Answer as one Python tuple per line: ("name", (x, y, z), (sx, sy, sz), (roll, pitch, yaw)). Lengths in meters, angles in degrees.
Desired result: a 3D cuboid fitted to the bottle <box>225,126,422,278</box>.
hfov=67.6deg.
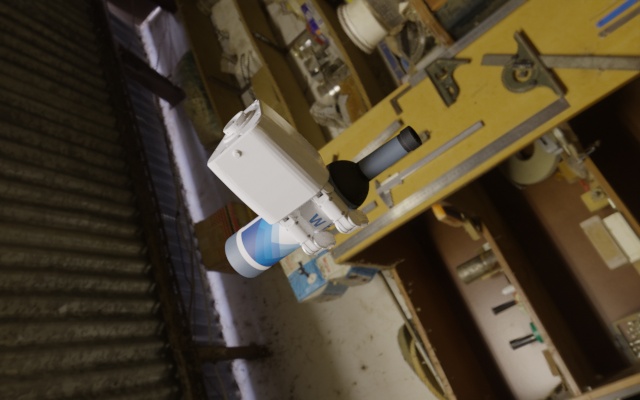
("bottle", (0.000, 0.002, 0.609), (0.296, 0.069, 0.069), (-35, -17, 25))
